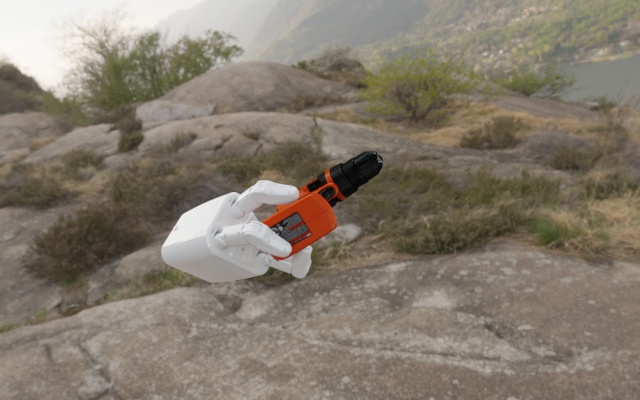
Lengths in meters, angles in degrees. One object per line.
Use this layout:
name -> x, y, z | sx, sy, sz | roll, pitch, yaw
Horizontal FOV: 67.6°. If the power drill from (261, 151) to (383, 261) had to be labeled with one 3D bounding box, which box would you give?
power drill -> 0.000, 0.002, 0.661 | 0.184, 0.057, 0.187 | -33, 6, 19
